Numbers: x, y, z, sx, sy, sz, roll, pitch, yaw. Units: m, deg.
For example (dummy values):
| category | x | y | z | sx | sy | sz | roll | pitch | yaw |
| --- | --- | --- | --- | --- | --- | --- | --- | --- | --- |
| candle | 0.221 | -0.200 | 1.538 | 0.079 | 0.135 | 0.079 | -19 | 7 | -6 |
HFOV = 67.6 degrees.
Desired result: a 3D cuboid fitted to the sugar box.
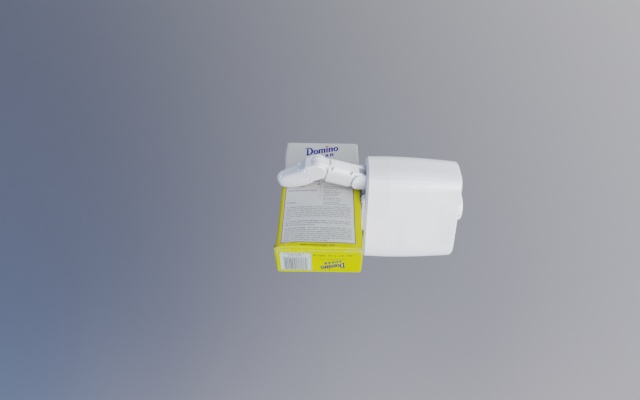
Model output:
| category | x | y | z | sx | sy | sz | roll | pitch | yaw |
| --- | --- | --- | --- | --- | --- | --- | --- | --- | --- |
| sugar box | 0.000 | 0.002 | 0.561 | 0.093 | 0.048 | 0.176 | 1 | 42 | 1 |
